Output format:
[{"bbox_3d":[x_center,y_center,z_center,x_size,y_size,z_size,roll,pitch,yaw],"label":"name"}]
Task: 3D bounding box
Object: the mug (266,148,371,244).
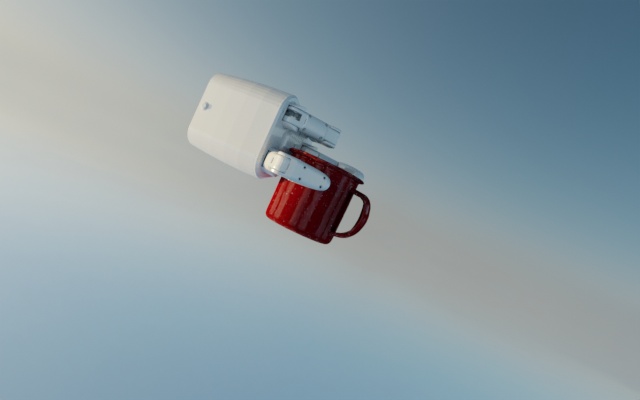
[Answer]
[{"bbox_3d":[0.001,0.002,0.530,0.117,0.081,0.093,25,0,24],"label":"mug"}]
